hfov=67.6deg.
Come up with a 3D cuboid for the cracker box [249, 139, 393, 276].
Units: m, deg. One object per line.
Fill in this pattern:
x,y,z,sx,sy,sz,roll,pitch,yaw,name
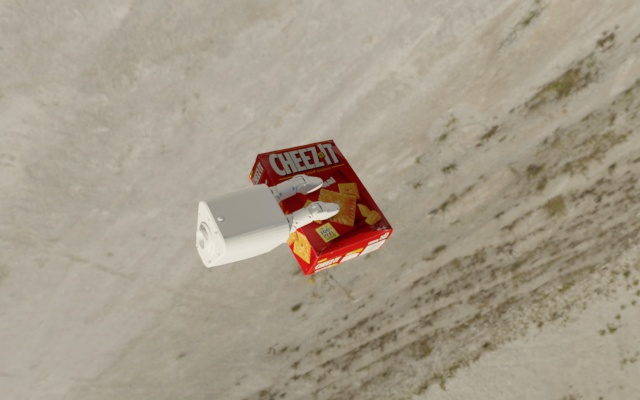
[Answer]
0.000,0.003,0.818,0.164,0.213,0.072,-15,-28,-33,cracker box
